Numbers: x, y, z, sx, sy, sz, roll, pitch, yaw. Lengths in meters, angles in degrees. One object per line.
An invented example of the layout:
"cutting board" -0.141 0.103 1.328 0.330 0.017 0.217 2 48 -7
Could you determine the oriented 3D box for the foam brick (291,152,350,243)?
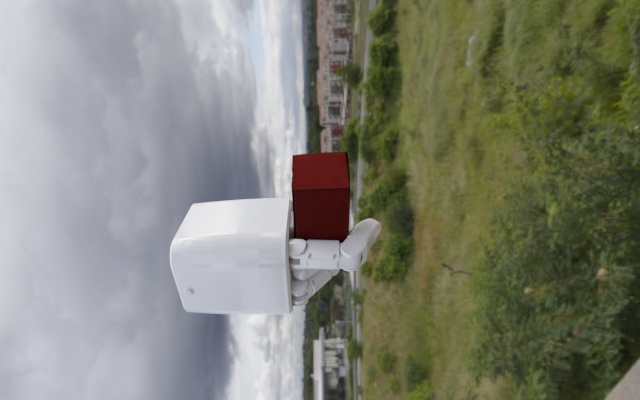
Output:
"foam brick" 0.000 0.001 0.442 0.051 0.078 0.053 -1 41 0
